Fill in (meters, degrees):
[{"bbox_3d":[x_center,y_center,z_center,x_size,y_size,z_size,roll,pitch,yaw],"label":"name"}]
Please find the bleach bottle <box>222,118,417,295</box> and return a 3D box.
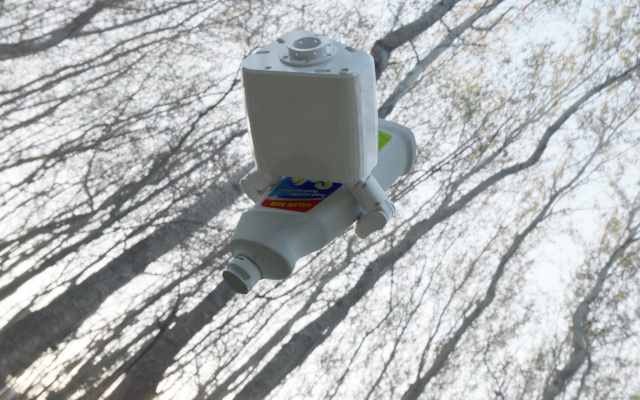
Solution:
[{"bbox_3d":[0.000,0.002,0.487,0.102,0.068,0.250,20,47,27],"label":"bleach bottle"}]
